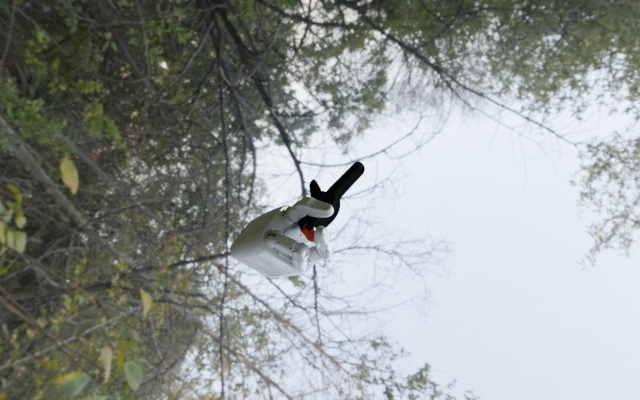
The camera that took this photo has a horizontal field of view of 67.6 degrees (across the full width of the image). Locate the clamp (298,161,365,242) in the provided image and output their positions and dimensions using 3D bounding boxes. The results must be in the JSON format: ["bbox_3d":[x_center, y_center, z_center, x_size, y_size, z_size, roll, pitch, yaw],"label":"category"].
[{"bbox_3d":[0.001,0.003,0.817,0.120,0.039,0.171,-21,26,47],"label":"clamp"}]
